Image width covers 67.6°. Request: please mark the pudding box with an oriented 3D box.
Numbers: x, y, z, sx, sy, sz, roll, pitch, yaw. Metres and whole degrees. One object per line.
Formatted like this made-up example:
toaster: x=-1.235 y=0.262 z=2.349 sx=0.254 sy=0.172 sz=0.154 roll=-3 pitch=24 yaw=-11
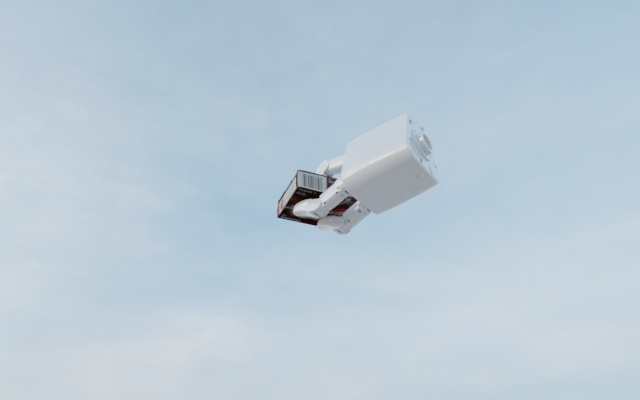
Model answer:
pudding box: x=0.000 y=0.002 z=0.739 sx=0.113 sy=0.039 sz=0.090 roll=15 pitch=-39 yaw=-18
